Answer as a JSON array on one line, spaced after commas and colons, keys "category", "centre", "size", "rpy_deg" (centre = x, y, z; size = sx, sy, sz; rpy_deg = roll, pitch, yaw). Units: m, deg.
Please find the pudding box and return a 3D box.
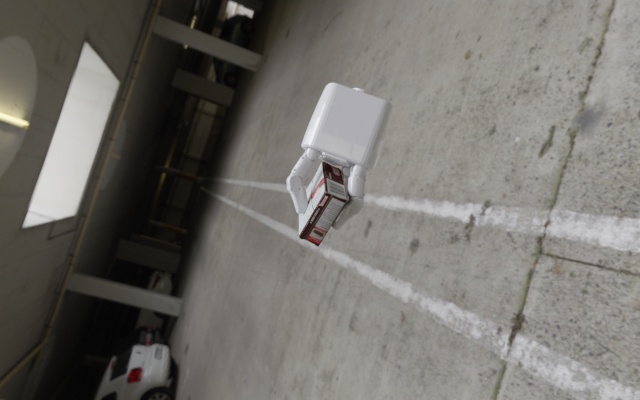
[{"category": "pudding box", "centre": [0.000, 0.002, 0.740], "size": [0.039, 0.090, 0.113], "rpy_deg": [24, 24, -13]}]
